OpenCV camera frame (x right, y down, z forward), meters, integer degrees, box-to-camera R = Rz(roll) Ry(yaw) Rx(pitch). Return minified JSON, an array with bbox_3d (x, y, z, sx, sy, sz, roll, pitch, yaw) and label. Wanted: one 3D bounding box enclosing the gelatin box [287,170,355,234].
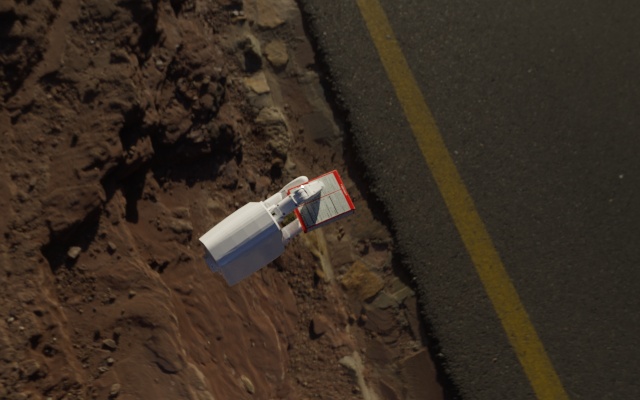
[{"bbox_3d":[0.000,0.002,0.763,0.089,0.073,0.030,-23,-17,-9],"label":"gelatin box"}]
